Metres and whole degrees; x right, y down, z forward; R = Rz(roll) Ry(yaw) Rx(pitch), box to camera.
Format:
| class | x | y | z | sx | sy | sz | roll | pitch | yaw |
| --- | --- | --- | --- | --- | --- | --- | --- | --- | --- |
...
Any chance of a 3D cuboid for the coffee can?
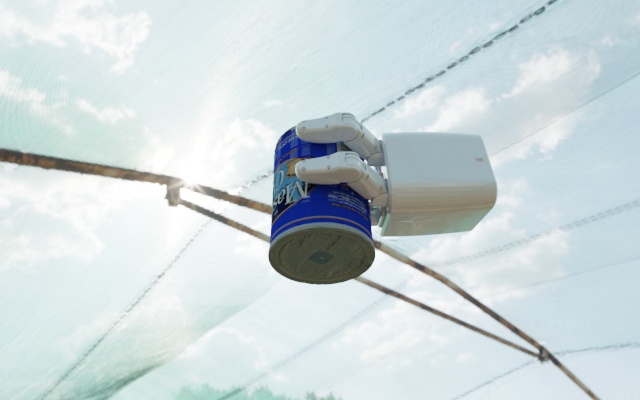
| class | x | y | z | sx | sy | sz | roll | pitch | yaw |
| --- | --- | --- | --- | --- | --- | --- | --- | --- | --- |
| coffee can | 0.000 | 0.002 | 0.498 | 0.103 | 0.140 | 0.103 | -1 | -38 | -1 |
